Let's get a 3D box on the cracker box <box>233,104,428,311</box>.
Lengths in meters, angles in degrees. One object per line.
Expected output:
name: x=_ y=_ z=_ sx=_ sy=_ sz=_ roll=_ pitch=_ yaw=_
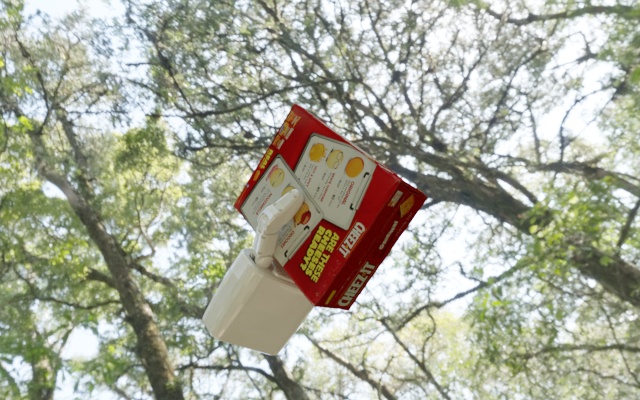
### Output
cracker box: x=0.000 y=0.002 z=0.584 sx=0.072 sy=0.164 sz=0.213 roll=21 pitch=16 yaw=-46
